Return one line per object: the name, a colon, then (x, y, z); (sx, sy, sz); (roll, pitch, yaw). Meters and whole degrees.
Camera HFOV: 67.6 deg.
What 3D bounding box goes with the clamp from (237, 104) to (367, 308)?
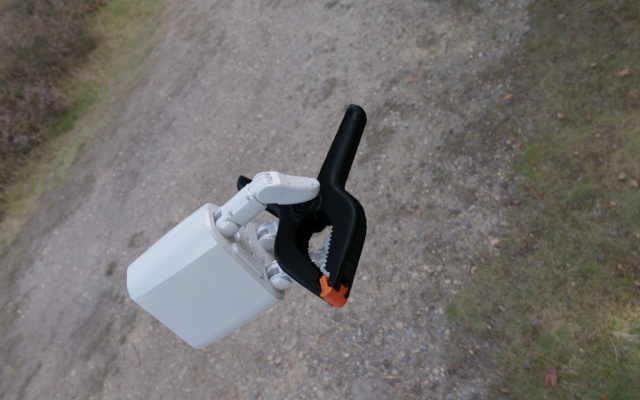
clamp: (0.000, 0.002, 0.455); (0.164, 0.209, 0.036); (-36, -47, 12)
